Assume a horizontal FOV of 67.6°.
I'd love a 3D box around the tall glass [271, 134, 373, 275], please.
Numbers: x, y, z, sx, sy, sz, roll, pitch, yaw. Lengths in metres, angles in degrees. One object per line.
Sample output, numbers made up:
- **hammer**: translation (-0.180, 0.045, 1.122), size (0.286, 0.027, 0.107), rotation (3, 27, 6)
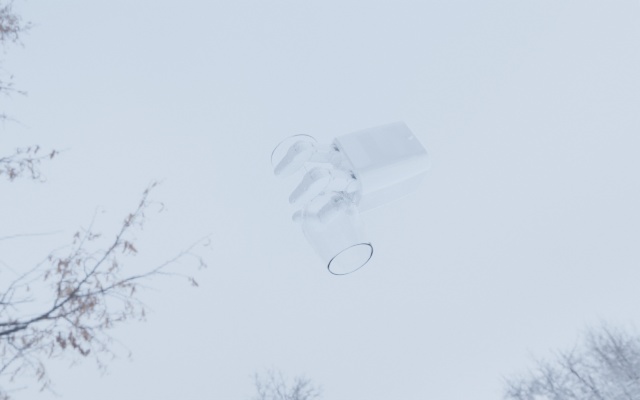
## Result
- **tall glass**: translation (0.000, 0.002, 0.643), size (0.079, 0.201, 0.079), rotation (-17, -38, -14)
